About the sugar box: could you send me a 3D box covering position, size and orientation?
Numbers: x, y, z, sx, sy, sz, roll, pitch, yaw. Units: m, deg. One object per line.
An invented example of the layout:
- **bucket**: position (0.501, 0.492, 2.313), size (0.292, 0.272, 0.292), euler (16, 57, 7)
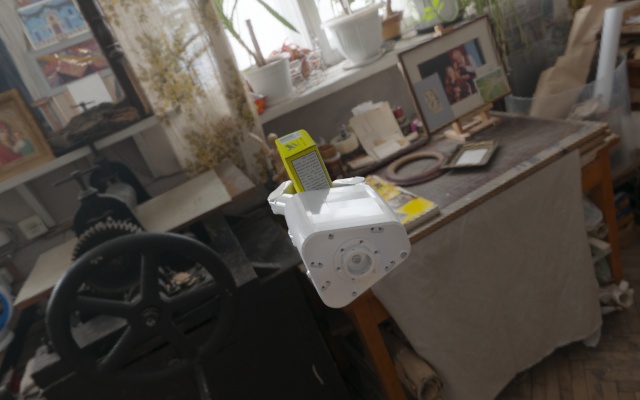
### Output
- **sugar box**: position (0.000, 0.002, 0.614), size (0.048, 0.176, 0.093), euler (-23, 23, -3)
